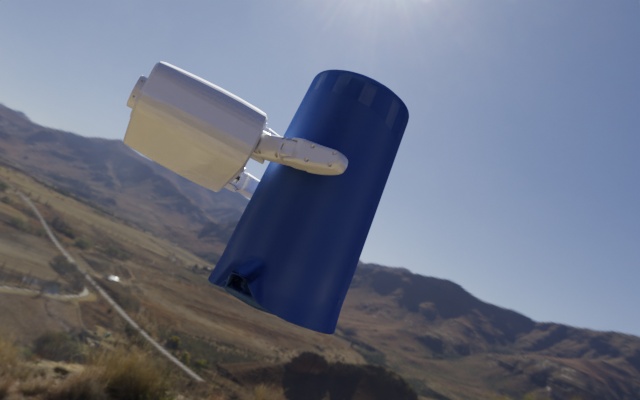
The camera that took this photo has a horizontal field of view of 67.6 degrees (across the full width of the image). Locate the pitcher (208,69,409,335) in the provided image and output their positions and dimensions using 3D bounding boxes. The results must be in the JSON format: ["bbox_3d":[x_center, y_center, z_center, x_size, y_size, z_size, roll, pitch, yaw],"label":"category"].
[{"bbox_3d":[0.000,0.002,0.490,0.145,0.243,0.149,26,-8,-19],"label":"pitcher"}]
